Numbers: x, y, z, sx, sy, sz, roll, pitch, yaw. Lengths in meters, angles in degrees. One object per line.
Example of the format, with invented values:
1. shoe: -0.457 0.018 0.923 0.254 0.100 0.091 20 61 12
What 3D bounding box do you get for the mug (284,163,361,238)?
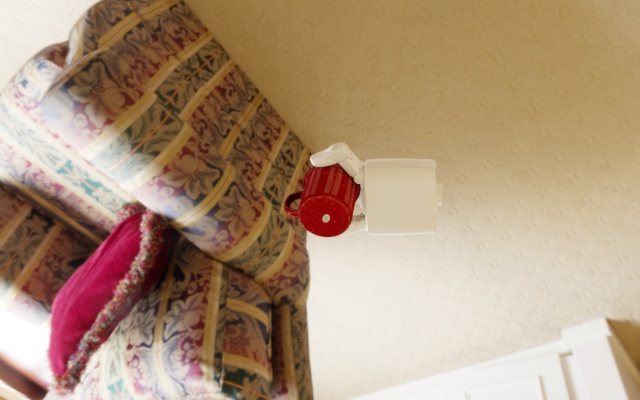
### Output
1. mug: -0.001 0.003 0.731 0.117 0.093 0.081 -3 35 13
